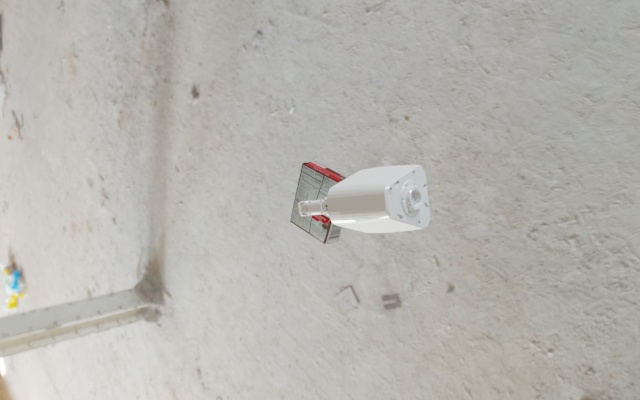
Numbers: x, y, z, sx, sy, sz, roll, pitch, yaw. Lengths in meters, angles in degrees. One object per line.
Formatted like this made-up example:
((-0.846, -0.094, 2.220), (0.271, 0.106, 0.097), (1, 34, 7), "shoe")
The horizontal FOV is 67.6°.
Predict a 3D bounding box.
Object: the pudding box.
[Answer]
((0.000, 0.003, 0.789), (0.039, 0.113, 0.090), (-7, 30, -46), "pudding box")
